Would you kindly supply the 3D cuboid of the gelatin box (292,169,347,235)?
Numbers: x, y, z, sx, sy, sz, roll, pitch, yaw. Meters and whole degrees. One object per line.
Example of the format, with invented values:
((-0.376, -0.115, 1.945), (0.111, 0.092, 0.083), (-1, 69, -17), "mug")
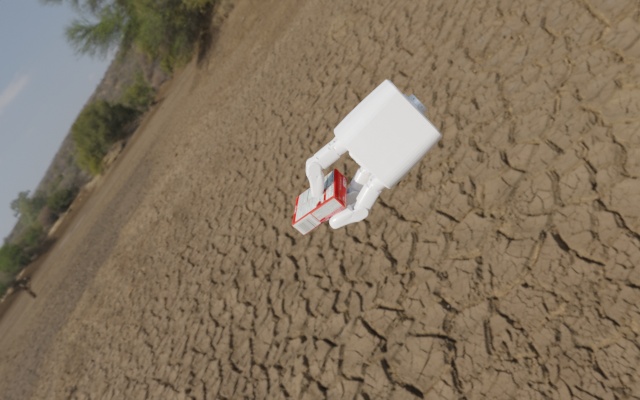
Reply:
((0.000, 0.002, 0.732), (0.089, 0.030, 0.073), (-35, 27, 25), "gelatin box")
